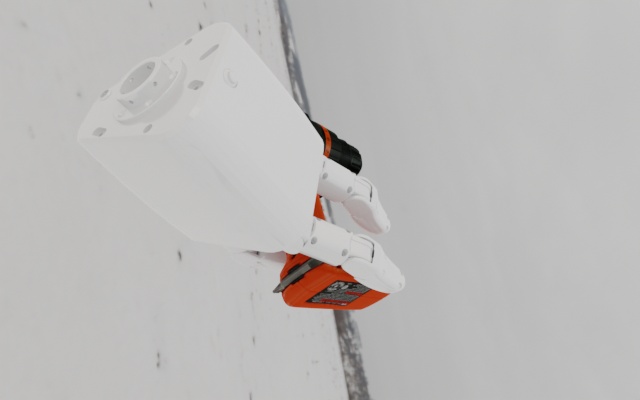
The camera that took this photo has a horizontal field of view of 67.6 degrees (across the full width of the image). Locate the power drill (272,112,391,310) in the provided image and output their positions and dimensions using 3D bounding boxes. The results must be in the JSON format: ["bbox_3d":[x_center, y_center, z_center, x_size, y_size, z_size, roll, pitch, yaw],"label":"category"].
[{"bbox_3d":[0.000,0.002,0.421,0.184,0.187,0.057,14,-47,-46],"label":"power drill"}]
